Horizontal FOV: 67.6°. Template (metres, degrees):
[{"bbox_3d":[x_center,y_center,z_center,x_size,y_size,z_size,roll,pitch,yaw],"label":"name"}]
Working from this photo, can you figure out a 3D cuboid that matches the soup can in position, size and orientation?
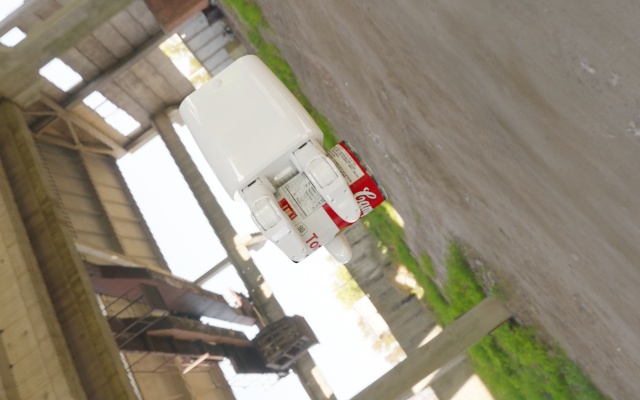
[{"bbox_3d":[0.000,0.002,0.433,0.102,0.068,0.068,-36,0,0],"label":"soup can"}]
